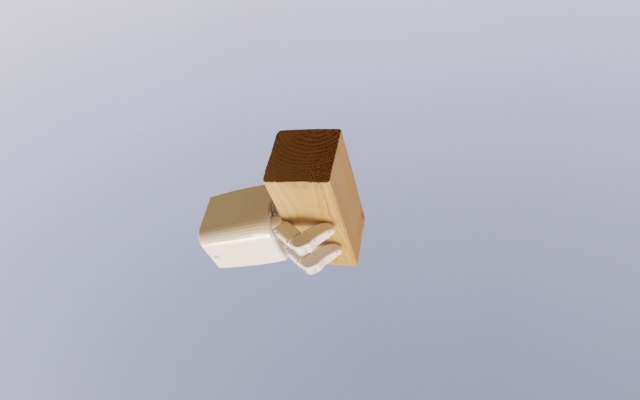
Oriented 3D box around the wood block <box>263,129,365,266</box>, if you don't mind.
[{"bbox_3d":[0.000,0.002,0.681,0.090,0.090,0.206,1,-35,16],"label":"wood block"}]
